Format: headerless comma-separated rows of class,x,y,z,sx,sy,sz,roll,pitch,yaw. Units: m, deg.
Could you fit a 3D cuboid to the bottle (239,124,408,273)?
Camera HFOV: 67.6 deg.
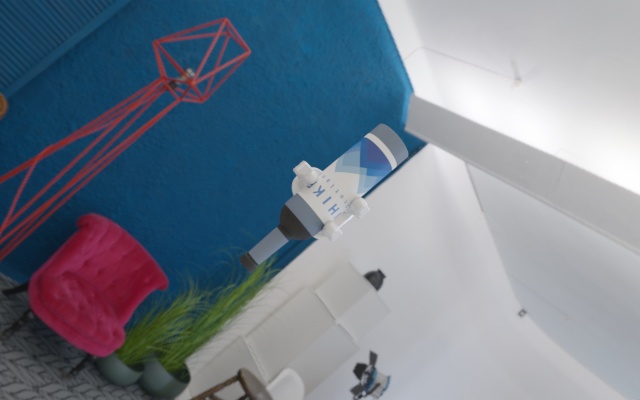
bottle,0.000,0.002,0.718,0.295,0.069,0.069,-40,5,-6
